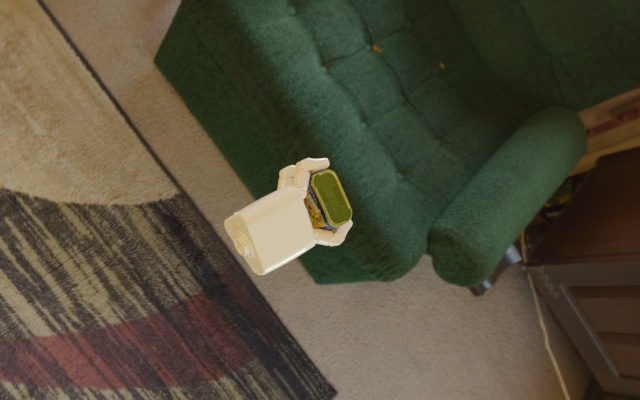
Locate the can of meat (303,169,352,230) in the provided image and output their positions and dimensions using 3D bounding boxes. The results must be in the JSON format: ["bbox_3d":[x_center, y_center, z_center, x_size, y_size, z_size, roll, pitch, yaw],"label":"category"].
[{"bbox_3d":[0.000,0.003,0.825,0.057,0.102,0.084,-27,4,-32],"label":"can of meat"}]
